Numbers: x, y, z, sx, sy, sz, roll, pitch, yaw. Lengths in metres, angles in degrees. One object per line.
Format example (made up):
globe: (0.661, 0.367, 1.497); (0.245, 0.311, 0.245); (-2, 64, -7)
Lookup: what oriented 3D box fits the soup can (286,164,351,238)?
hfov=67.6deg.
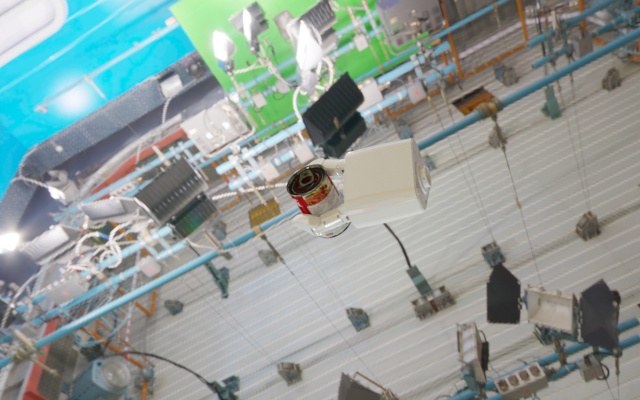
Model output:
soup can: (0.000, 0.003, 0.748); (0.068, 0.068, 0.102); (0, -43, 37)
